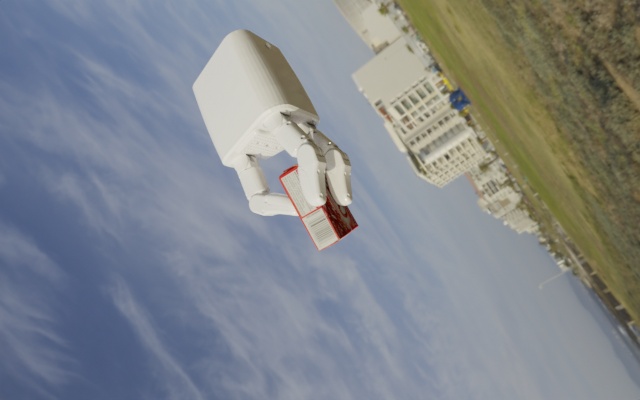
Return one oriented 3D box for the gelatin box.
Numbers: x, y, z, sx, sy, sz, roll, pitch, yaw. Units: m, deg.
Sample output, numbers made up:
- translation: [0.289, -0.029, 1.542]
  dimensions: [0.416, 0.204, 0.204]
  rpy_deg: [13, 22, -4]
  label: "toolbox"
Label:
- translation: [0.000, 0.002, 0.509]
  dimensions: [0.030, 0.089, 0.073]
  rpy_deg: [-30, -2, 21]
  label: "gelatin box"
